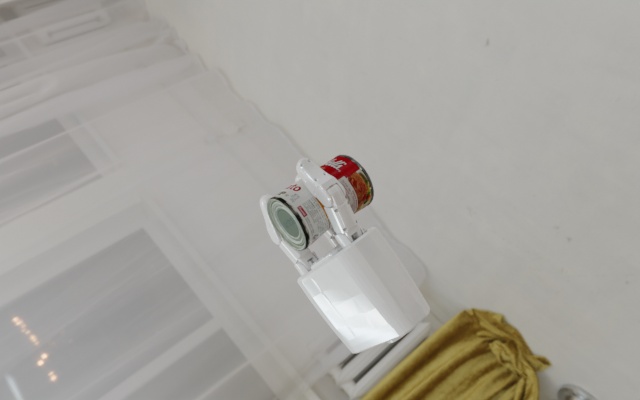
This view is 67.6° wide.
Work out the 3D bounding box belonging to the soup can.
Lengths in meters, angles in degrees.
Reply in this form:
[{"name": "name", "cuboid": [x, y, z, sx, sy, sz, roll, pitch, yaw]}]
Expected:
[{"name": "soup can", "cuboid": [0.000, 0.001, 0.530, 0.102, 0.068, 0.068, -34, 18, -28]}]
